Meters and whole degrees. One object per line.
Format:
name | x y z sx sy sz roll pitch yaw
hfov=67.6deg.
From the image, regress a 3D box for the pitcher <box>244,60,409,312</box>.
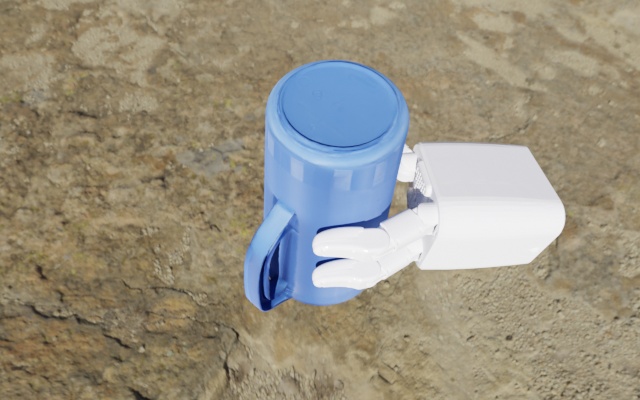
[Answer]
pitcher | 0.000 0.001 0.444 0.145 0.149 0.243 -1 -33 -4
